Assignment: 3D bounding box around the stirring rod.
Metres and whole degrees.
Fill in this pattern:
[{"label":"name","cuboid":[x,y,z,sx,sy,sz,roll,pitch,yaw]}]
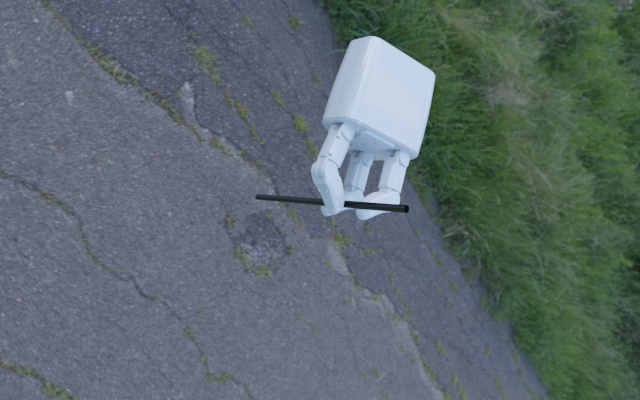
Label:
[{"label":"stirring rod","cuboid":[0.000,0.002,0.549,0.011,0.011,0.239,0,3,-44]}]
